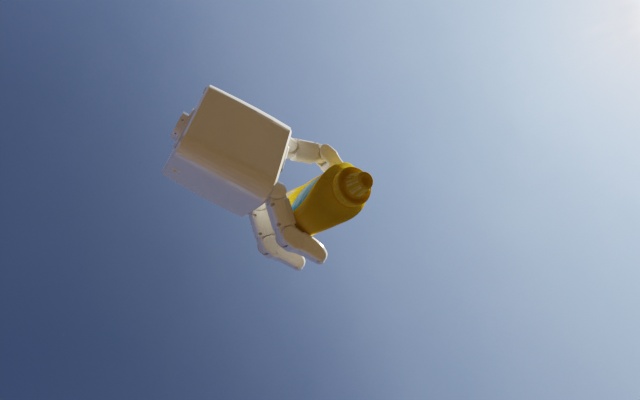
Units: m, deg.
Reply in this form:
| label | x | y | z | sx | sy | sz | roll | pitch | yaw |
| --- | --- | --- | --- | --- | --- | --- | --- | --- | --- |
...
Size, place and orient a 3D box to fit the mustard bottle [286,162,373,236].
| label | x | y | z | sx | sy | sz | roll | pitch | yaw |
| --- | --- | --- | --- | --- | --- | --- | --- | --- | --- |
| mustard bottle | 0.000 | 0.002 | 0.548 | 0.096 | 0.058 | 0.192 | -44 | 9 | -30 |
